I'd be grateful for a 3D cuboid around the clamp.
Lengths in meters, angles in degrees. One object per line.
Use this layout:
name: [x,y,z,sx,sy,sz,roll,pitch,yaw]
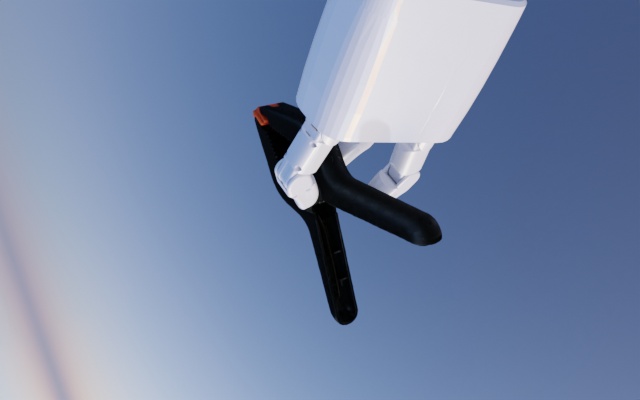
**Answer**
clamp: [-0.001,0.001,0.419,0.036,0.210,0.165,-19,-31,-34]
